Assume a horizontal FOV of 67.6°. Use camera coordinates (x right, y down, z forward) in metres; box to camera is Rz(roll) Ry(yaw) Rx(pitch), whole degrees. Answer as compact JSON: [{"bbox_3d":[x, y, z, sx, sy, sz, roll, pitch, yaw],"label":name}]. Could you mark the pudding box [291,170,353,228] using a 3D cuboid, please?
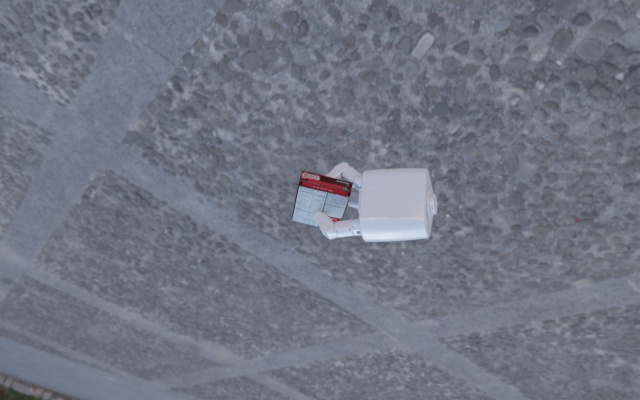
[{"bbox_3d":[0.000,0.003,0.829,0.090,0.039,0.114,14,-38,-1],"label":"pudding box"}]
